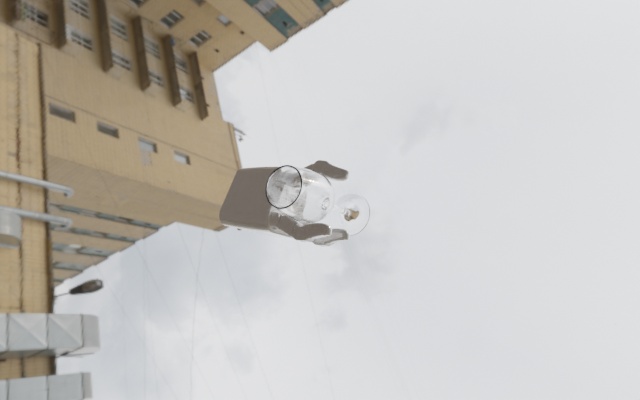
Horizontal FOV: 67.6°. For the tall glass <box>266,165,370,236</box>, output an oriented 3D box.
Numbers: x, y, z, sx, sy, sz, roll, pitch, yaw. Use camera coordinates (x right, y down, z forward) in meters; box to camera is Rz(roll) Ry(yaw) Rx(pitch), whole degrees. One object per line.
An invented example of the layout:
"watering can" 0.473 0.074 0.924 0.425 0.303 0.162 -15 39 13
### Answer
"tall glass" 0.001 0.002 0.734 0.079 0.079 0.201 0 -12 31
